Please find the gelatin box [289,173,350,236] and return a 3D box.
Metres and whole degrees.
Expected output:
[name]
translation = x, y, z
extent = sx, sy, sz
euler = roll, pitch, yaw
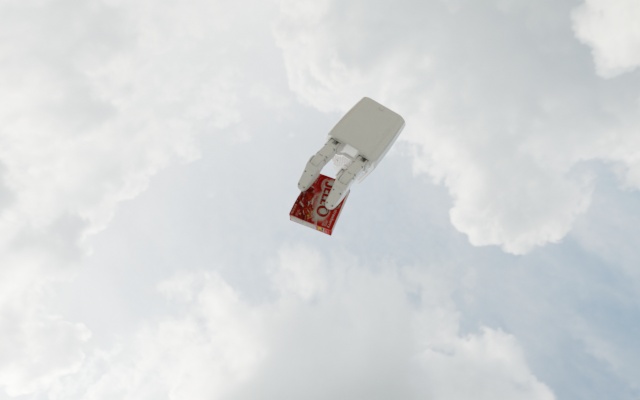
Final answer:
[gelatin box]
translation = 0.000, 0.003, 0.769
extent = 0.073, 0.089, 0.030
euler = 21, -22, 9
